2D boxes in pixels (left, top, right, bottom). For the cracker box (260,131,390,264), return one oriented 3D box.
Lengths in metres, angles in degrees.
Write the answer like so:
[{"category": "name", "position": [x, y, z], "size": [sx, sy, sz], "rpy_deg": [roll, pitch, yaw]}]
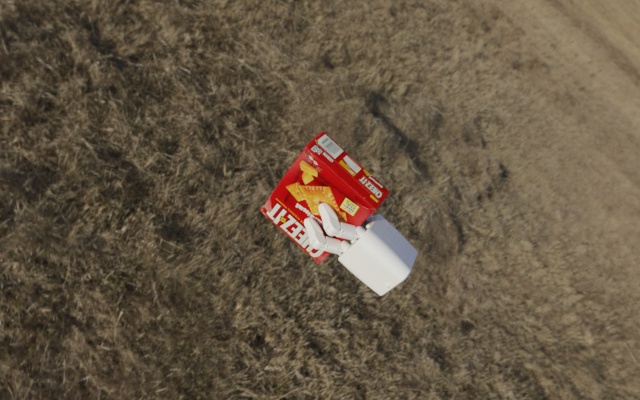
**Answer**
[{"category": "cracker box", "position": [0.000, 0.003, 0.891], "size": [0.072, 0.164, 0.214], "rpy_deg": [-46, -2, -45]}]
